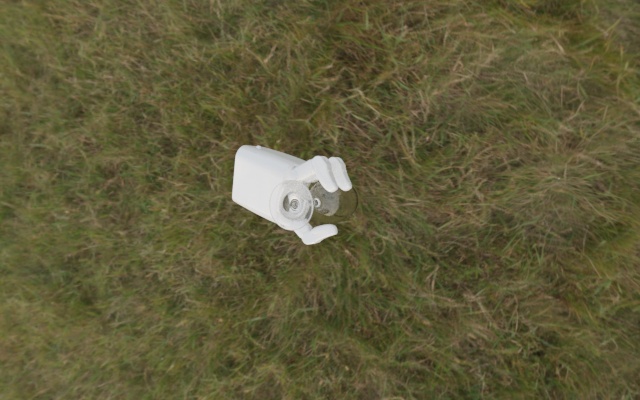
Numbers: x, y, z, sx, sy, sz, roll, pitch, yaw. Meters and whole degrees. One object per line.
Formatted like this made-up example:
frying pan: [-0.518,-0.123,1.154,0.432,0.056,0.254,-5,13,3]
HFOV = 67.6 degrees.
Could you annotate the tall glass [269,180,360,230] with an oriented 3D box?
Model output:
tall glass: [0.000,0.003,0.788,0.079,0.079,0.201,0,2,27]
